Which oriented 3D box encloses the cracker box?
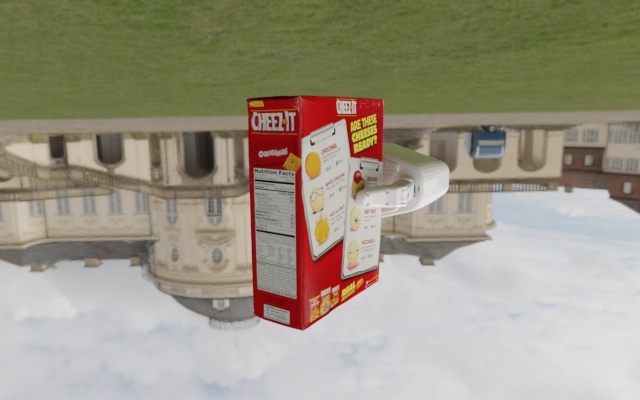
[{"bbox_3d":[0.000,0.002,0.499,0.072,0.214,0.164,6,12,32],"label":"cracker box"}]
